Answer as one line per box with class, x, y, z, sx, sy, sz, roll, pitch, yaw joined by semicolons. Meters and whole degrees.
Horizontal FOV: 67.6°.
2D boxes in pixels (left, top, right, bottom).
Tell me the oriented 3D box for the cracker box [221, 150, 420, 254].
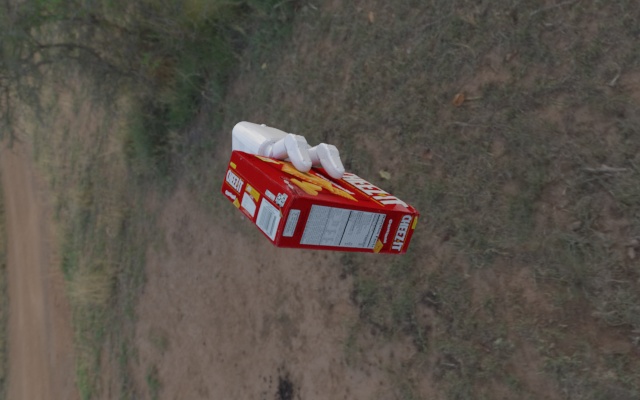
cracker box;0.000;0.002;0.639;0.214;0.072;0.164;7;18;-38
